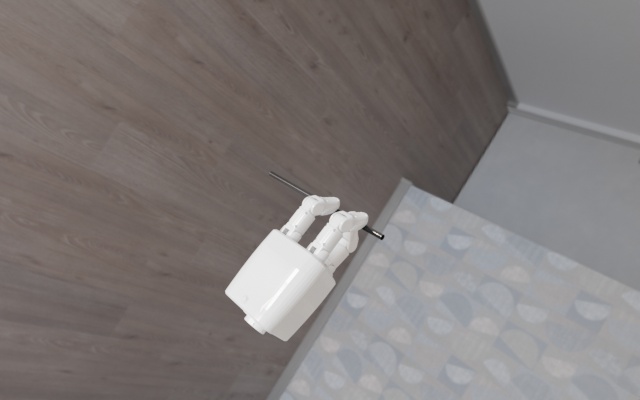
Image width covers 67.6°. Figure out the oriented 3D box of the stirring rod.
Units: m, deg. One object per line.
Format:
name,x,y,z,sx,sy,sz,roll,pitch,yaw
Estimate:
stirring rod,0.000,0.002,0.696,0.011,0.011,0.239,0,22,-46
